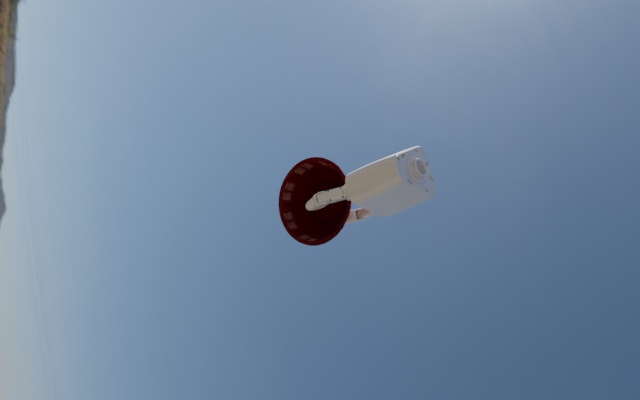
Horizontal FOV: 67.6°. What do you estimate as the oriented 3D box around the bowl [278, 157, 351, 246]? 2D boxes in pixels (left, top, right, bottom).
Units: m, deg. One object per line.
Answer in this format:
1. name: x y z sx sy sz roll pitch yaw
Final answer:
1. bowl: -0.001 0.003 0.887 0.162 0.162 0.055 0 -4 35
